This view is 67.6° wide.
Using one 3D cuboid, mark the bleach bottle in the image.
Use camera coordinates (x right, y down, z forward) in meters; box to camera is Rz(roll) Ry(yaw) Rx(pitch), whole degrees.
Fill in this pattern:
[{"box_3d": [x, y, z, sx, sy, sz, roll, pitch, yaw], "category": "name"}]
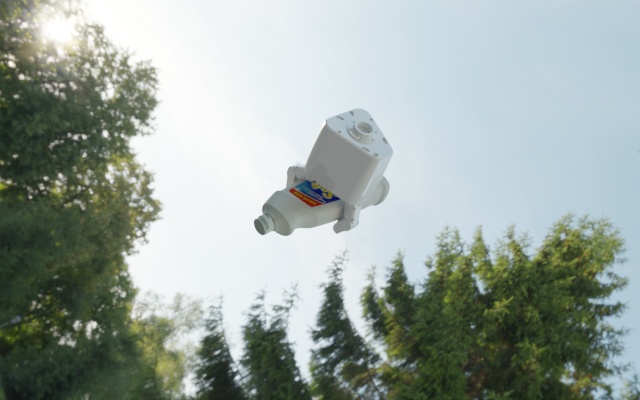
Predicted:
[{"box_3d": [0.000, 0.003, 0.812, 0.250, 0.102, 0.068, -26, -26, -37], "category": "bleach bottle"}]
